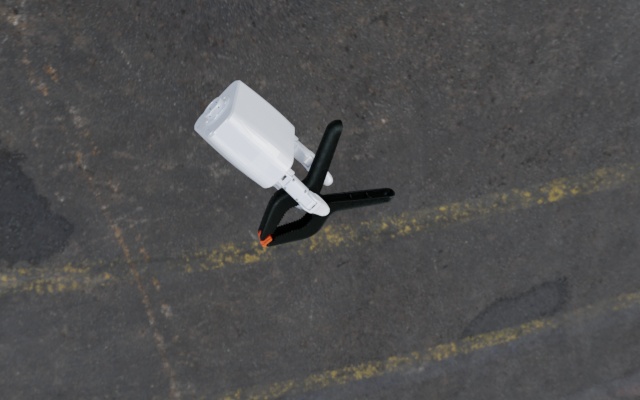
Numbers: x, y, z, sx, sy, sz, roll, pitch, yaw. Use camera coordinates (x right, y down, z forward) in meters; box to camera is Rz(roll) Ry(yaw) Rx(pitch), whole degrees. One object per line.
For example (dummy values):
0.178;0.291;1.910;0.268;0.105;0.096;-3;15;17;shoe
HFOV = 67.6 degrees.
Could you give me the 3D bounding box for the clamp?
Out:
0.000;0.003;0.703;0.165;0.210;0.036;40;14;-32;clamp
